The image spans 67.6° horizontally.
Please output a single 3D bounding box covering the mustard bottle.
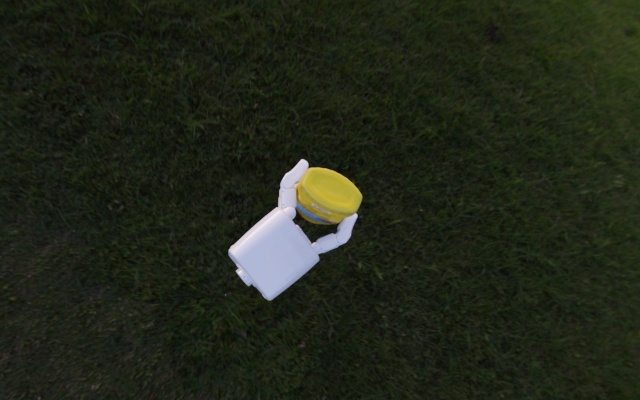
[{"bbox_3d":[0.000,0.002,0.798,0.096,0.058,0.192,26,-15,-5],"label":"mustard bottle"}]
